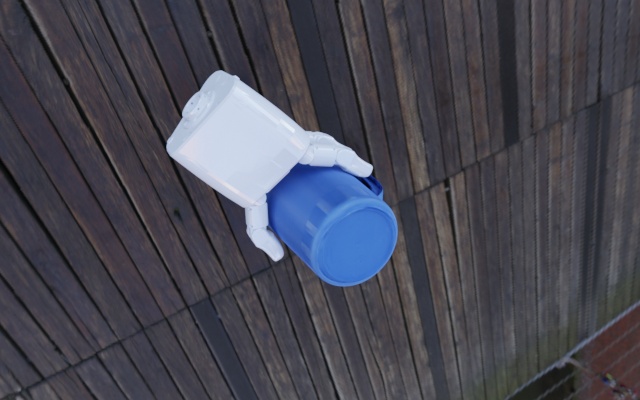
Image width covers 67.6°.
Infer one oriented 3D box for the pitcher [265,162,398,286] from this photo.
[{"bbox_3d":[0.000,0.002,0.611,0.145,0.149,0.242,39,1,-34],"label":"pitcher"}]
